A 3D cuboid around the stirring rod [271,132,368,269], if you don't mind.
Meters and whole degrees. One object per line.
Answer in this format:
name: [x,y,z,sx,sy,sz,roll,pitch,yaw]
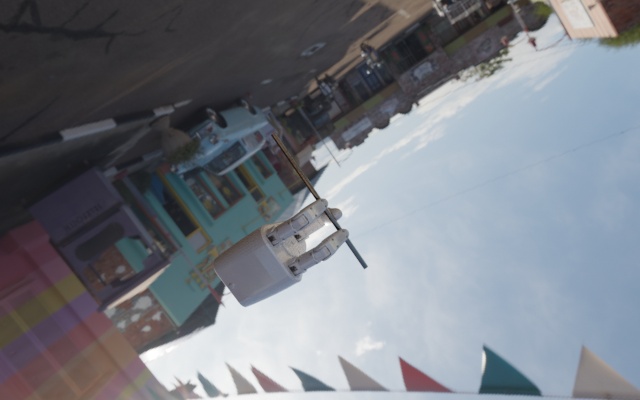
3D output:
stirring rod: [0.000,0.002,0.698,0.011,0.239,0.011,-34,8,5]
